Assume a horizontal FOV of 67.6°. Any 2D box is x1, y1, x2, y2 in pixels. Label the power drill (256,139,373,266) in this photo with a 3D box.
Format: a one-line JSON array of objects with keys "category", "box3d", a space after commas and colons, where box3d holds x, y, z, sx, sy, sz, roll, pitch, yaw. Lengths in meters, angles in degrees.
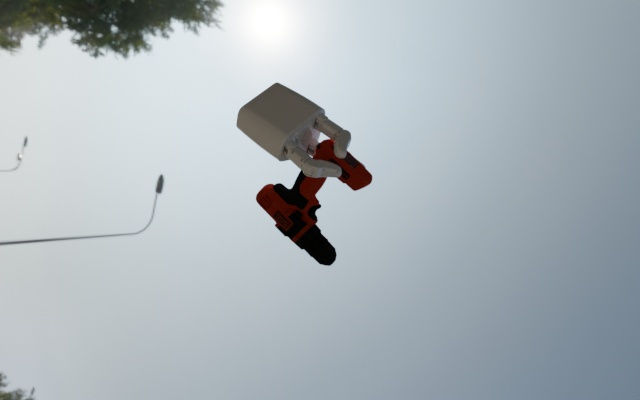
[{"category": "power drill", "box3d": [0.000, 0.002, 0.820, 0.188, 0.184, 0.057, -46, 0, 26]}]
